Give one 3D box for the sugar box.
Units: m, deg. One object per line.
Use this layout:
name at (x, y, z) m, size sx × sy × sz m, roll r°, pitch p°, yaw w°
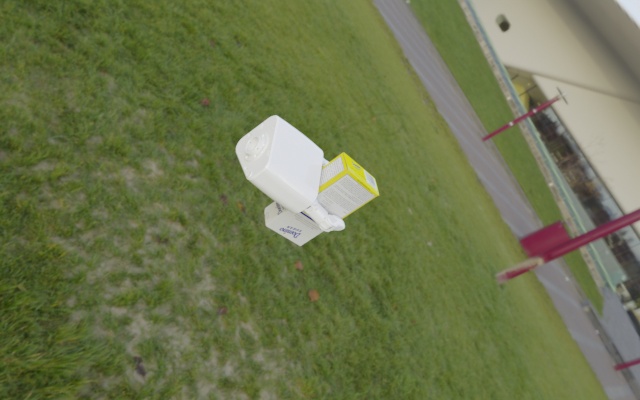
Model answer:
sugar box at (0.000, 0.002, 0.794) m, size 0.176 × 0.048 × 0.093 m, roll -32°, pitch -45°, yaw 24°
